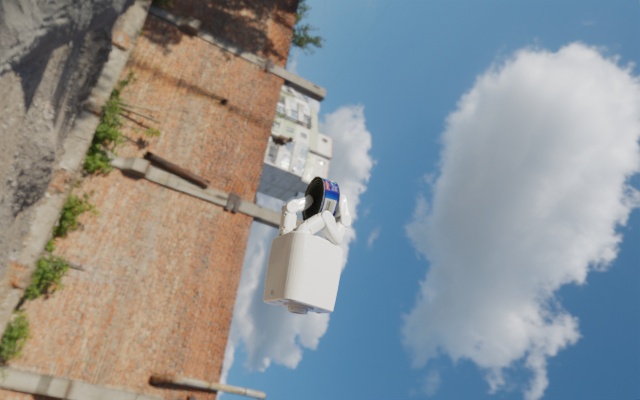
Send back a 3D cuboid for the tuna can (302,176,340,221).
[{"bbox_3d":[0.001,0.003,0.841,0.034,0.086,0.086,15,-6,-23],"label":"tuna can"}]
